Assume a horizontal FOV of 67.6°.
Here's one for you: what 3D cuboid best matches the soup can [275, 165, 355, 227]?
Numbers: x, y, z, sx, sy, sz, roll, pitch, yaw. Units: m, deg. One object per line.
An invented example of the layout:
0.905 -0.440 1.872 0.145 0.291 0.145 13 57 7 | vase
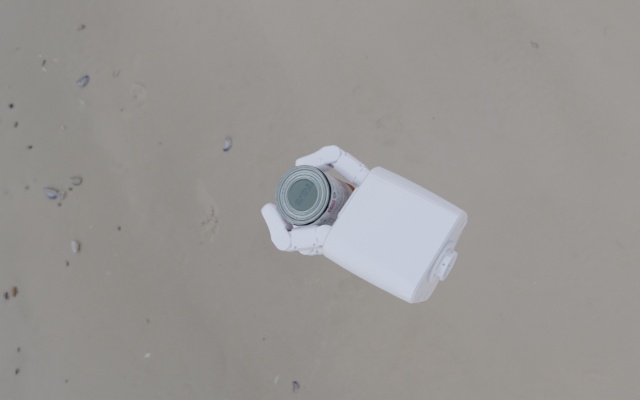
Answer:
0.000 0.001 0.552 0.068 0.068 0.102 0 -9 24 | soup can
